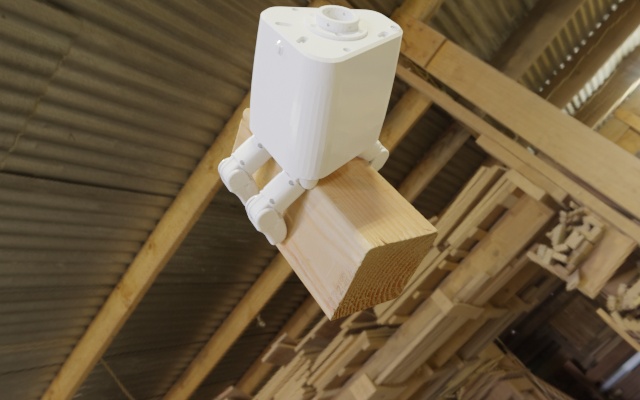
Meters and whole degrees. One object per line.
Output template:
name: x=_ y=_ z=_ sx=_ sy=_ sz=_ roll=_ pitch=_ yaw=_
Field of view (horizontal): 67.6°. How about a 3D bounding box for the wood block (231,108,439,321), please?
wood block: x=0.000 y=0.001 z=0.467 sx=0.091 sy=0.090 sz=0.206 roll=-8 pitch=44 yaw=-39
